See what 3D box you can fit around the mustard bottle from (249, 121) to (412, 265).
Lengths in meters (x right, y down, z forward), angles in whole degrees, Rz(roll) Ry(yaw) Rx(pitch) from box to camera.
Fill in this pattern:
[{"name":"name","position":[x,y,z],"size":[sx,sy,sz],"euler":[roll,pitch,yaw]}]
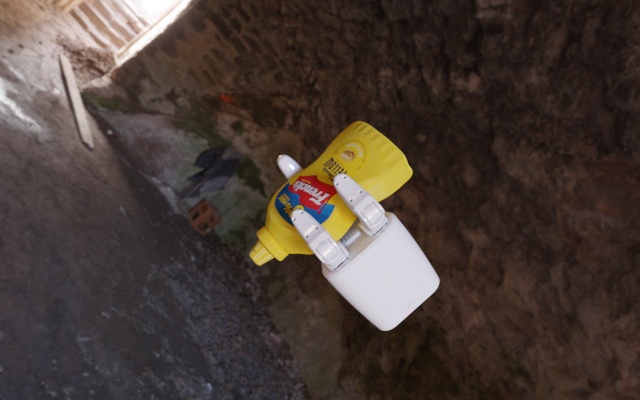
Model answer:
[{"name":"mustard bottle","position":[0.000,0.001,0.521],"size":[0.096,0.191,0.058],"euler":[47,-2,41]}]
